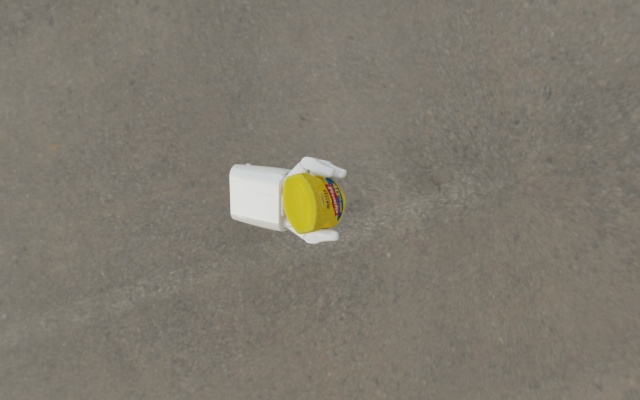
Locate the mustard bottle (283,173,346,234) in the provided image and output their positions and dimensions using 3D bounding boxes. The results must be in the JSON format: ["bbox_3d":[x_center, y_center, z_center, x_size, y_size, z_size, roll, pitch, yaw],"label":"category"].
[{"bbox_3d":[0.000,0.003,0.834,0.058,0.096,0.191,-15,-4,21],"label":"mustard bottle"}]
